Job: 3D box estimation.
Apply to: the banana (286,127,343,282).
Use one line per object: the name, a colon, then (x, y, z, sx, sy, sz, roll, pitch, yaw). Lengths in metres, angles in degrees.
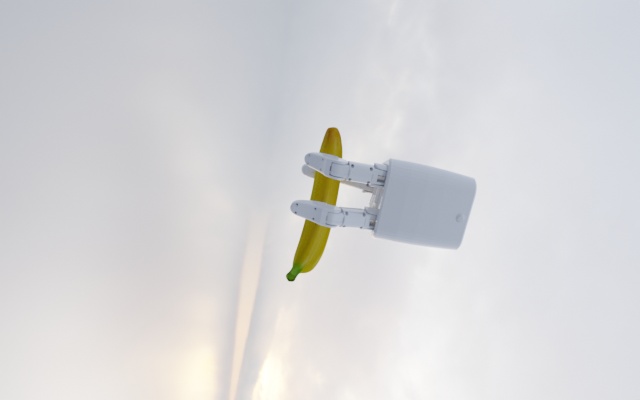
banana: (0.000, 0.008, 0.608, 0.037, 0.197, 0.069, 13, -8, 5)
